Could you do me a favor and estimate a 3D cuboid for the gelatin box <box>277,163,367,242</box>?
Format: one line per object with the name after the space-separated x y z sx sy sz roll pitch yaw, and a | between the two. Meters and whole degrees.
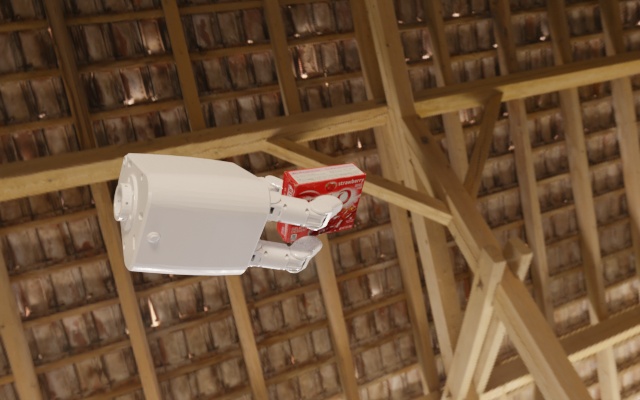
0.000 0.001 0.515 0.089 0.073 0.030 -10 38 -31 | gelatin box
